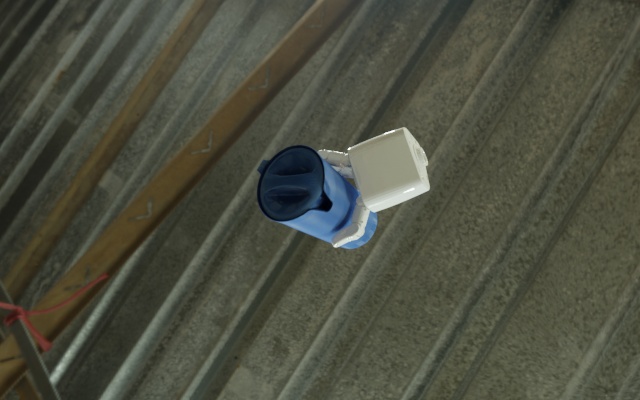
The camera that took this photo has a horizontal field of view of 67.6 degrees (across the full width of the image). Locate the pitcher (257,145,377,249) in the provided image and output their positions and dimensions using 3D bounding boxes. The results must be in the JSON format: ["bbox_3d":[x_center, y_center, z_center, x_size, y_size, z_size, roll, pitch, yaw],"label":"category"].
[{"bbox_3d":[0.000,0.003,0.868,0.145,0.149,0.243,-21,-29,23],"label":"pitcher"}]
